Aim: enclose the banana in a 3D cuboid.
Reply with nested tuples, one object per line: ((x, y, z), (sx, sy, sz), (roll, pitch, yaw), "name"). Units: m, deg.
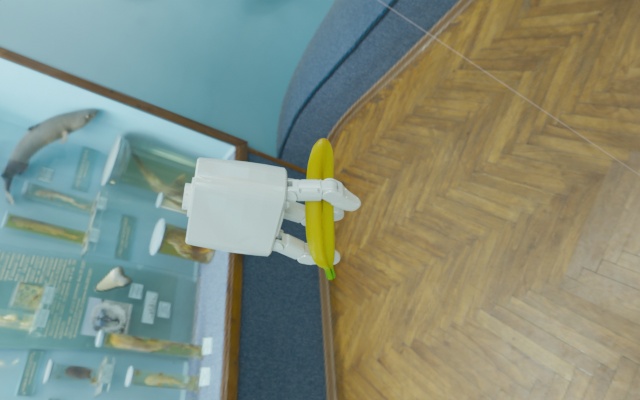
((0.000, 0.000, 0.619), (0.037, 0.197, 0.070), (-1, -17, 2), "banana")
